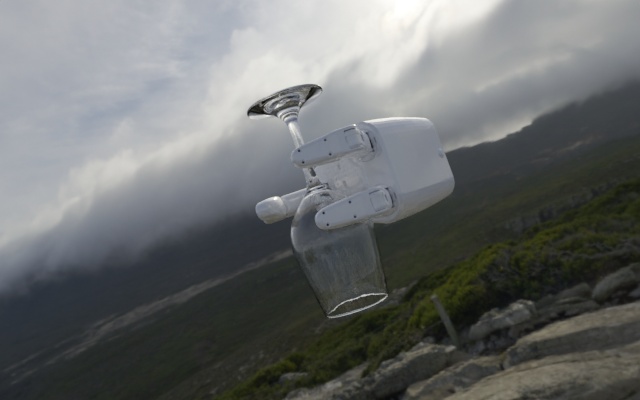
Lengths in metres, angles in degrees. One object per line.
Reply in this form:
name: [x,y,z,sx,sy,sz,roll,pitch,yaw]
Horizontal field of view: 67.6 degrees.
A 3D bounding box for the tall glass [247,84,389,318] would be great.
tall glass: [0.000,0.001,0.439,0.079,0.201,0.079,-19,-3,-1]
